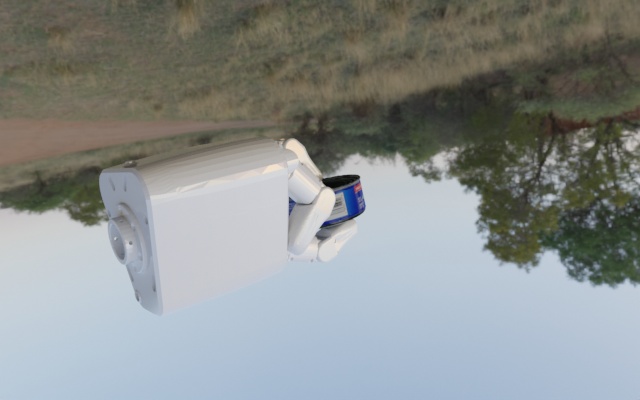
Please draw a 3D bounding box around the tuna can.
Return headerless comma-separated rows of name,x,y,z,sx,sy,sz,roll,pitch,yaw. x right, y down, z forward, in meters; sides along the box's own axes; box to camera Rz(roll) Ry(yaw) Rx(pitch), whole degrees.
tuna can,0.000,0.002,0.463,0.086,0.034,0.086,-13,10,2
